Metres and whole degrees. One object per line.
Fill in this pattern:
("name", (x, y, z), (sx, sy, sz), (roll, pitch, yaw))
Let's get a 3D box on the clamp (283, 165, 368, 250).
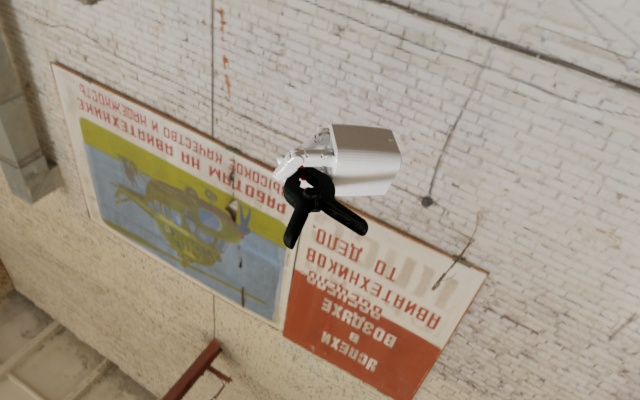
("clamp", (0.000, 0.003, 0.709), (0.120, 0.039, 0.171), (1, 44, -10))
